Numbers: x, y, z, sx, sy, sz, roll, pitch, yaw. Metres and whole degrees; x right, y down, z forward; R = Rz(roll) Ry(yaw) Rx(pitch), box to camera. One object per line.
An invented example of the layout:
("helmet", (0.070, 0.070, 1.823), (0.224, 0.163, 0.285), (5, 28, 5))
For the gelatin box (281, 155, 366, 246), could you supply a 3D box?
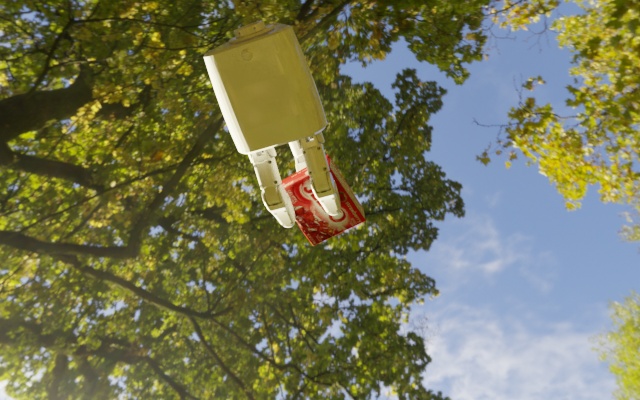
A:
("gelatin box", (0.000, 0.002, 0.560), (0.073, 0.089, 0.030), (-27, 28, 16))
